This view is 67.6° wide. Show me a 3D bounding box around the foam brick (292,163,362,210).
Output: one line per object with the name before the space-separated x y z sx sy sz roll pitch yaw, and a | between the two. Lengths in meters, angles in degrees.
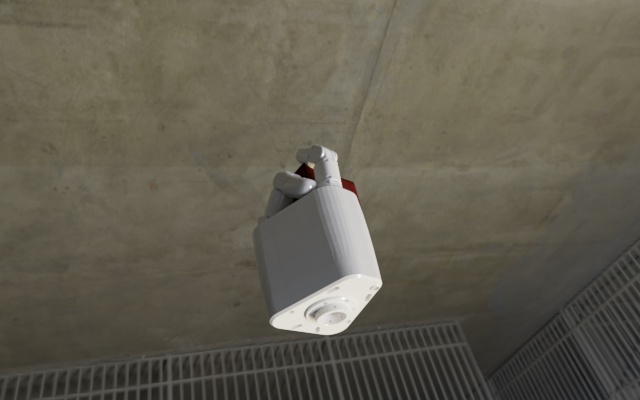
foam brick | 0.000 0.002 0.547 0.078 0.051 0.053 19 -49 -36
